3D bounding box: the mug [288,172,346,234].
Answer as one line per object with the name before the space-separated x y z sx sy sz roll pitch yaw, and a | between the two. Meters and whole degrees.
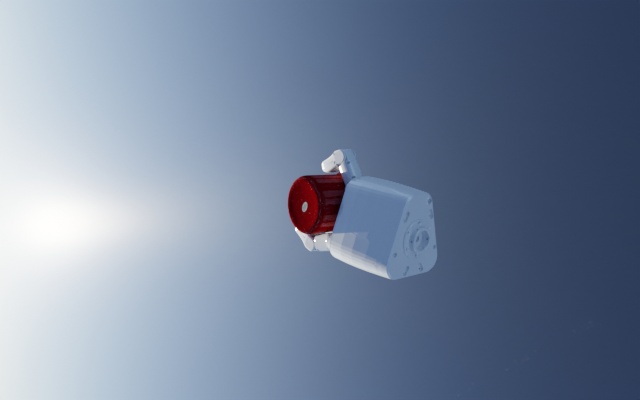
mug | -0.001 0.002 0.686 0.081 0.093 0.117 -4 12 -39
